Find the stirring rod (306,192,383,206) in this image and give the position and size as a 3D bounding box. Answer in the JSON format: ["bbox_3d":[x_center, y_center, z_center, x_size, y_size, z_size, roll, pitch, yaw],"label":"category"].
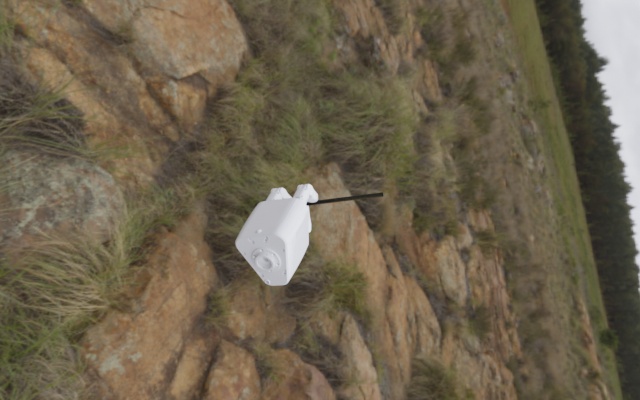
[{"bbox_3d":[0.000,0.003,0.899,0.239,0.011,0.011,-7,-3,22],"label":"stirring rod"}]
